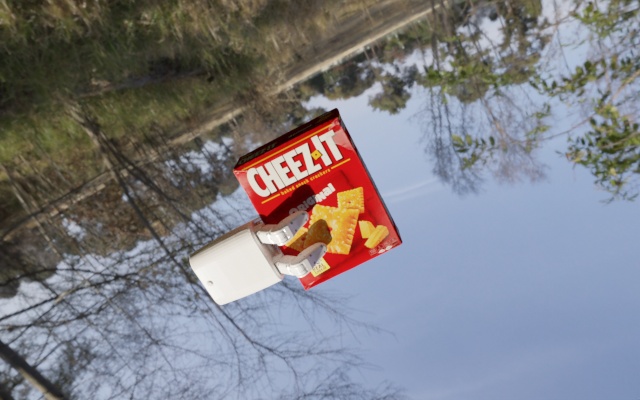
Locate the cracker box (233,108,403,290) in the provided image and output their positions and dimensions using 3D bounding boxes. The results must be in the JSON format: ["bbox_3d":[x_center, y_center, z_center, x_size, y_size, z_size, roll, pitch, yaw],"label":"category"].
[{"bbox_3d":[0.000,0.002,0.690,0.164,0.214,0.072,-26,19,9],"label":"cracker box"}]
